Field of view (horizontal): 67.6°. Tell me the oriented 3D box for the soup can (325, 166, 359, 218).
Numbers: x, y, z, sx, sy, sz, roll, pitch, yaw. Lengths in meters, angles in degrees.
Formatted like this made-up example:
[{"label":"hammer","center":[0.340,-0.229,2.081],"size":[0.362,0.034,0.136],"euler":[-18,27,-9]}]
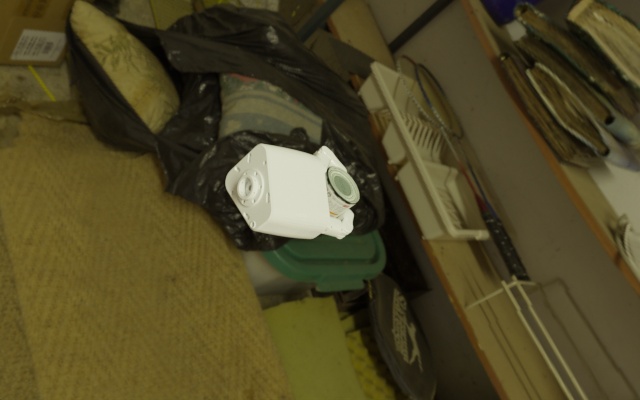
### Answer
[{"label":"soup can","center":[0.001,0.002,0.723],"size":[0.102,0.068,0.068],"euler":[-38,-22,31]}]
